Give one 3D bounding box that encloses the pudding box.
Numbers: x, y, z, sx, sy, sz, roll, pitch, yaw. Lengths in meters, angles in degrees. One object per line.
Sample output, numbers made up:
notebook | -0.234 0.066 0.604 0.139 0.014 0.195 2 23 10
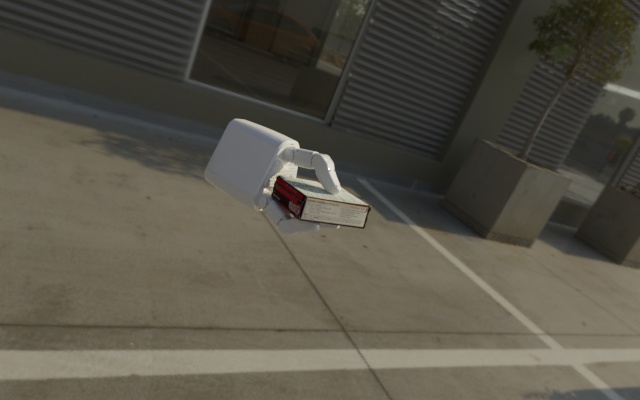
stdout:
pudding box | 0.000 0.002 0.668 0.113 0.039 0.090 7 18 -33
